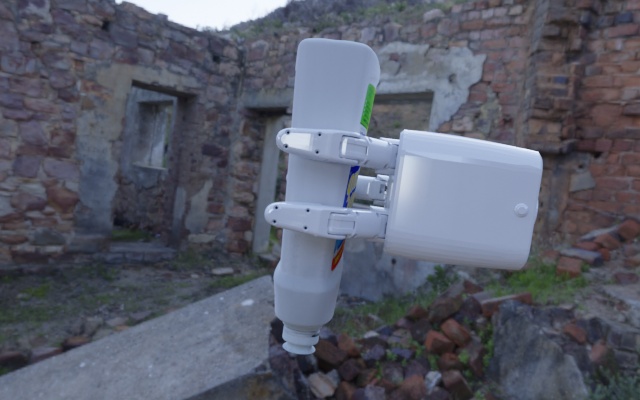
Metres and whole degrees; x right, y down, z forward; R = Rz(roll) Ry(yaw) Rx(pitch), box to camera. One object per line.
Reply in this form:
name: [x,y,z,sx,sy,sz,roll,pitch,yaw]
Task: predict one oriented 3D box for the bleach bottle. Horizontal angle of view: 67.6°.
bleach bottle: [0.000,0.001,0.408,0.068,0.251,0.102,8,3,9]
